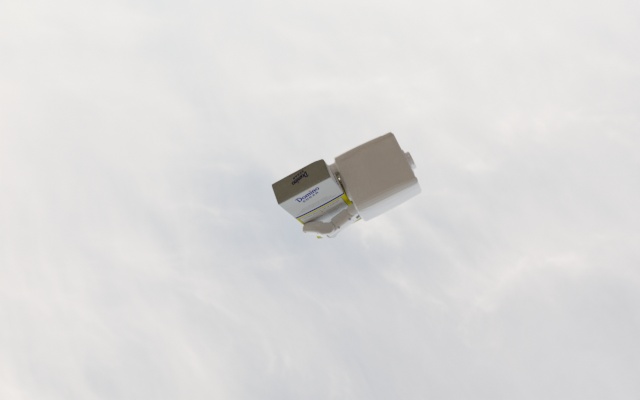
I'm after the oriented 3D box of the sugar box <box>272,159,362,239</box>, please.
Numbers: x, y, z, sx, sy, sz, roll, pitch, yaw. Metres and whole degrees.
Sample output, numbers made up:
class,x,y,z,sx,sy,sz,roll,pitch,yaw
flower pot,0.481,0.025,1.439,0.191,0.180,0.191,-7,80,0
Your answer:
class,x,y,z,sx,sy,sz,roll,pitch,yaw
sugar box,0.000,0.002,0.788,0.093,0.048,0.176,-27,-32,9
